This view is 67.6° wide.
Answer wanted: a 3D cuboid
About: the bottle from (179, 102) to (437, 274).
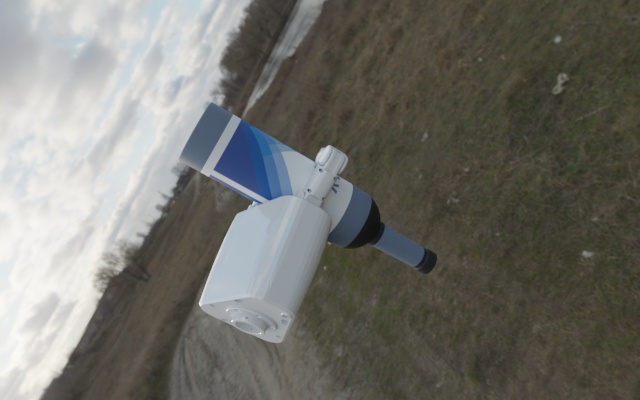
[{"bbox_3d":[0.000,0.001,0.507,0.296,0.069,0.069,30,-8,-14],"label":"bottle"}]
